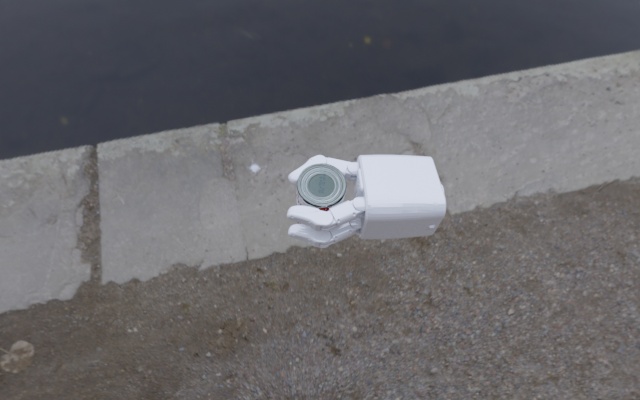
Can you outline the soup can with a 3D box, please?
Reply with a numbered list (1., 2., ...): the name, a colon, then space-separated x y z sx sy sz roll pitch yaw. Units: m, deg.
1. soup can: 0.000 0.002 0.668 0.068 0.068 0.102 0 -28 -2
